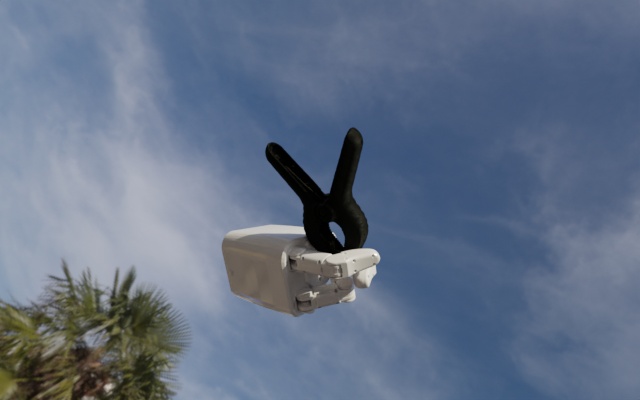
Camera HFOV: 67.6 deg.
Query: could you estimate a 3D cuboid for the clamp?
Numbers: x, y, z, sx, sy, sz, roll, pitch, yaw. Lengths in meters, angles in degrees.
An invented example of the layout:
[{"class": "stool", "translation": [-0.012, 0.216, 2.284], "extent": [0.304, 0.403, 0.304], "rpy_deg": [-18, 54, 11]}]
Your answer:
[{"class": "clamp", "translation": [0.001, 0.002, 0.540], "extent": [0.120, 0.171, 0.039], "rpy_deg": [7, 25, 35]}]
